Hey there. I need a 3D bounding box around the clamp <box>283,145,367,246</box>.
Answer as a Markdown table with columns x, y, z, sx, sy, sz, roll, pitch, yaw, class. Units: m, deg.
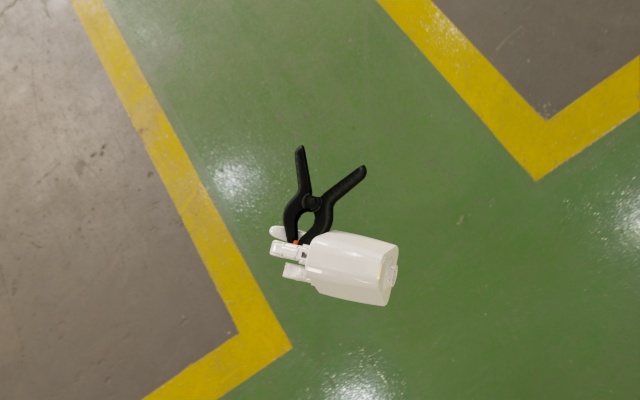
| x | y | z | sx | sy | sz | roll | pitch | yaw | class |
| --- | --- | --- | --- | --- | --- | --- | --- | --- | --- |
| 0.000 | 0.002 | 0.738 | 0.120 | 0.171 | 0.039 | 10 | -9 | 20 | clamp |
